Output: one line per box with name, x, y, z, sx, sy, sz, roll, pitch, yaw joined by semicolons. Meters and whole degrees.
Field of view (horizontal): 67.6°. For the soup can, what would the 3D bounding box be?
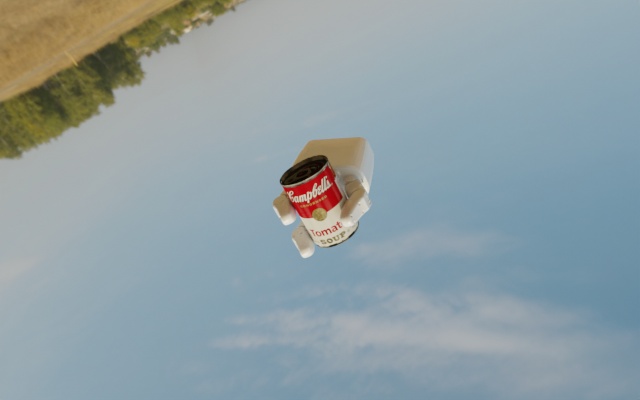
soup can;0.000;0.002;0.618;0.068;0.102;0.068;-23;25;11
